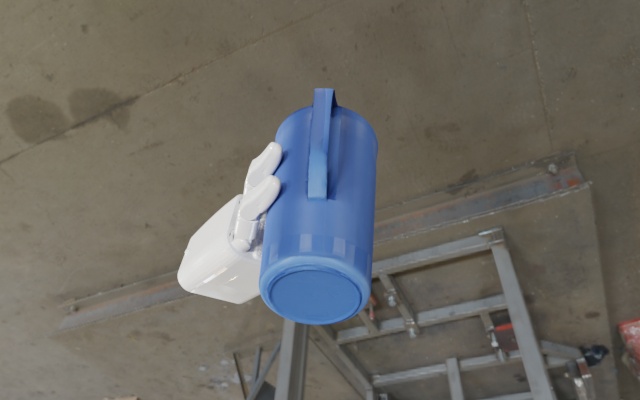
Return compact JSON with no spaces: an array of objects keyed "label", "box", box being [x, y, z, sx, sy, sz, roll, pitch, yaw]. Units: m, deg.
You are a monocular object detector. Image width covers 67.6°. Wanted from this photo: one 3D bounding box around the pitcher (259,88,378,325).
[{"label":"pitcher","box":[0.000,0.002,0.529,0.145,0.242,0.149,-34,-58,30]}]
